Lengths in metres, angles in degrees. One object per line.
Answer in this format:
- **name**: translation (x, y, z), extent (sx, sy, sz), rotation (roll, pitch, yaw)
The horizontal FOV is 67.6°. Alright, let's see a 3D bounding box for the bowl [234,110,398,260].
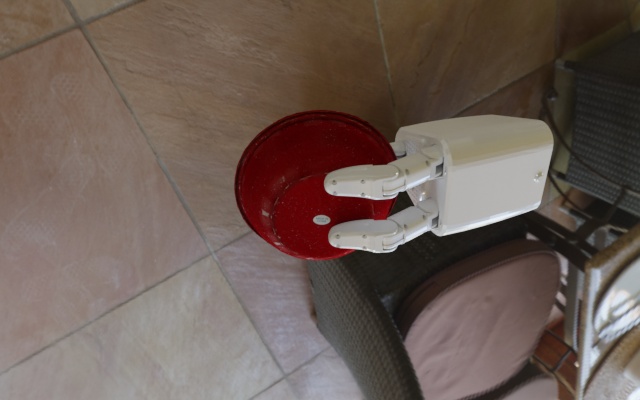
- **bowl**: translation (-0.001, 0.002, 0.443), extent (0.162, 0.162, 0.055), rotation (0, 32, -6)
